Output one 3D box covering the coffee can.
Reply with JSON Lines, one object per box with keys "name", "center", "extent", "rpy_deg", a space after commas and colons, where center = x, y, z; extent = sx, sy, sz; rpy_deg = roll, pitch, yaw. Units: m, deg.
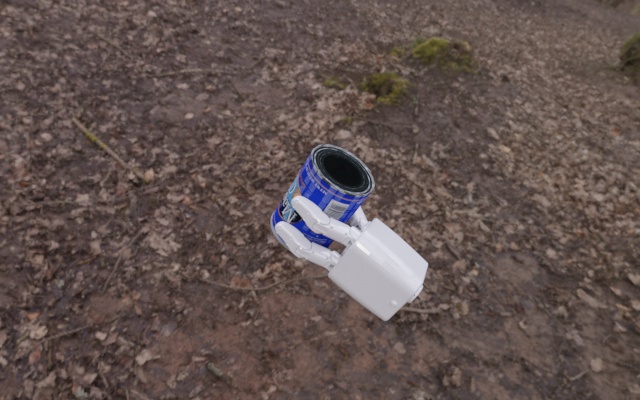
{"name": "coffee can", "center": [0.000, 0.002, 0.710], "extent": [0.103, 0.102, 0.140], "rpy_deg": [0, -42, -38]}
